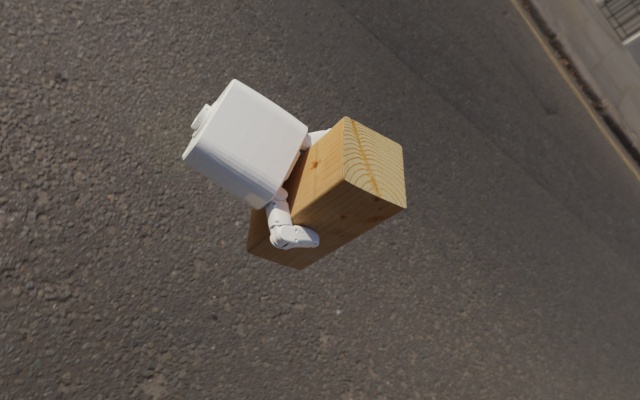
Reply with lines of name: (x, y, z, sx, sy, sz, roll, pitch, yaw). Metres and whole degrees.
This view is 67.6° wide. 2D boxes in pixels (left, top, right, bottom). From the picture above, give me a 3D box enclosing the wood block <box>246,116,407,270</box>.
wood block: (0.000, 0.002, 0.592, 0.090, 0.090, 0.206, 23, -38, -28)
